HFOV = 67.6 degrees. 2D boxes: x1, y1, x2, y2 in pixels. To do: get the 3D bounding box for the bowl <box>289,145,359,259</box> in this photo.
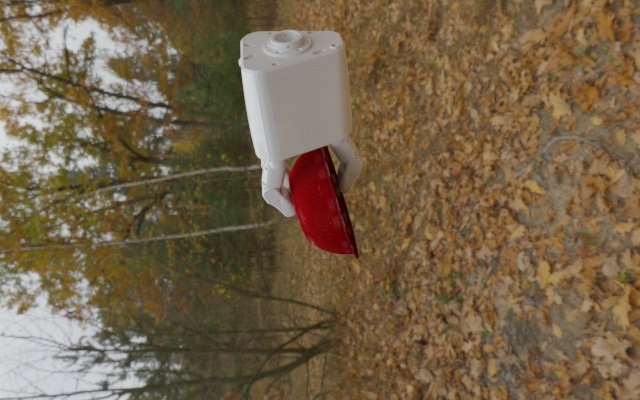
[{"bbox_3d":[0.000,0.003,0.600,0.055,0.162,0.162,-17,-2,6],"label":"bowl"}]
